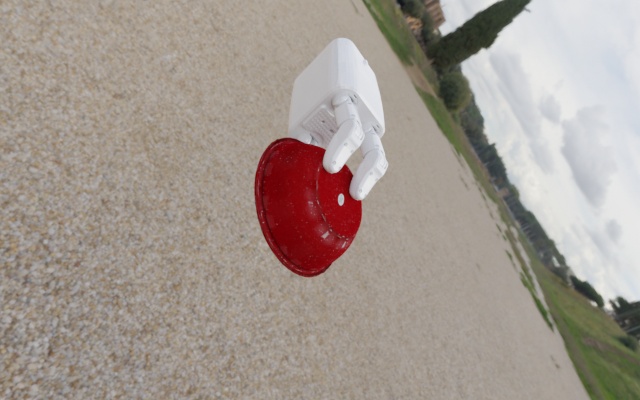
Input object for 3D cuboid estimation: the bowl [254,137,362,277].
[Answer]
[{"bbox_3d":[0.000,0.003,0.530,0.055,0.162,0.162,-13,-7,33],"label":"bowl"}]
